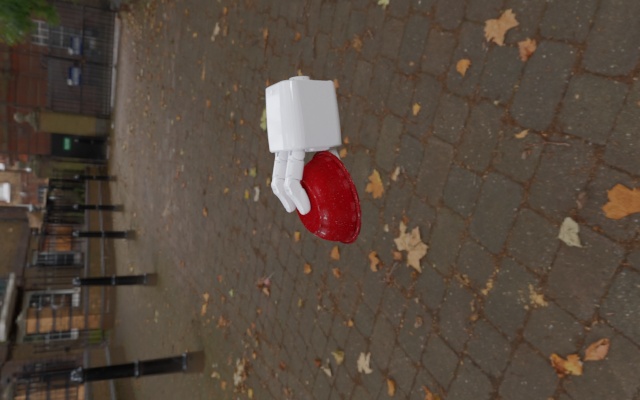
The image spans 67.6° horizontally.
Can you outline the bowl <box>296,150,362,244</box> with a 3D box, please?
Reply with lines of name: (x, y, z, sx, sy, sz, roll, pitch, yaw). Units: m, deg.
bowl: (0.000, 0.004, 0.778, 0.055, 0.162, 0.162, -19, 8, -25)
